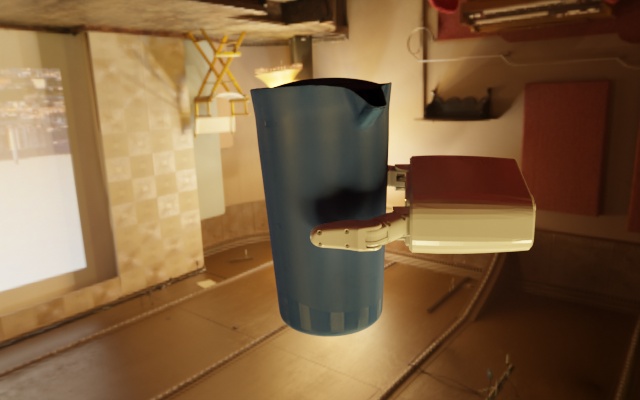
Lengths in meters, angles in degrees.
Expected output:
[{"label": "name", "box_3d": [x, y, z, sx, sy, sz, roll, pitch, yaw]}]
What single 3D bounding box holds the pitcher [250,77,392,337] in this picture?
[{"label": "pitcher", "box_3d": [0.000, 0.002, 0.484, 0.145, 0.243, 0.149, 0, 13, 9]}]
